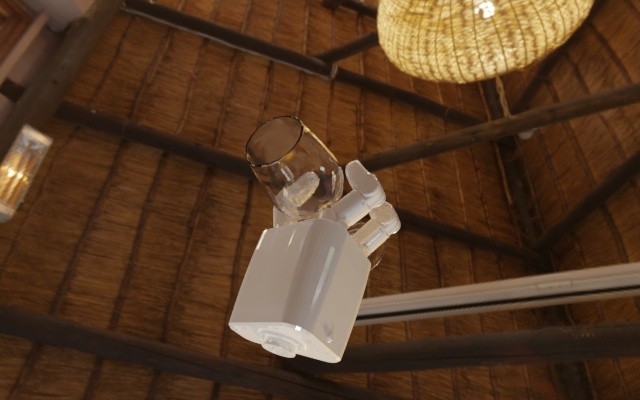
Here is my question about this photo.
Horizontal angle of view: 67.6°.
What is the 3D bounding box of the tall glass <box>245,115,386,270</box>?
[{"bbox_3d":[0.000,0.002,0.504,0.079,0.079,0.201,0,-35,32],"label":"tall glass"}]
